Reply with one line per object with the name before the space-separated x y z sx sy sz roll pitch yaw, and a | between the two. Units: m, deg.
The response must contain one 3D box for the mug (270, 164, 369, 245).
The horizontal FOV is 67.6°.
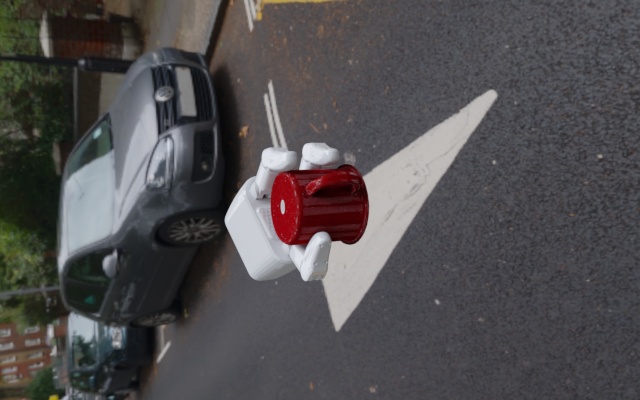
mug | 0.000 0.001 0.518 0.081 0.093 0.117 -3 -21 -27
